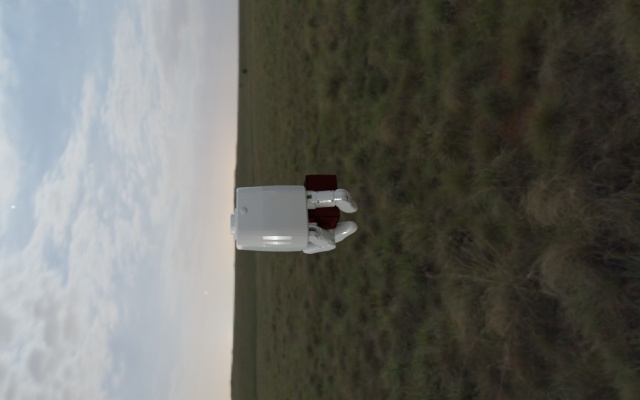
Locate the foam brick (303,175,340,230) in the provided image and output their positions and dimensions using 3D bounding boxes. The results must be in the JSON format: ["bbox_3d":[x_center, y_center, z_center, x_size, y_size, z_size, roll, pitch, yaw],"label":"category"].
[{"bbox_3d":[0.000,0.002,0.779,0.051,0.078,0.053,0,-27,-9],"label":"foam brick"}]
